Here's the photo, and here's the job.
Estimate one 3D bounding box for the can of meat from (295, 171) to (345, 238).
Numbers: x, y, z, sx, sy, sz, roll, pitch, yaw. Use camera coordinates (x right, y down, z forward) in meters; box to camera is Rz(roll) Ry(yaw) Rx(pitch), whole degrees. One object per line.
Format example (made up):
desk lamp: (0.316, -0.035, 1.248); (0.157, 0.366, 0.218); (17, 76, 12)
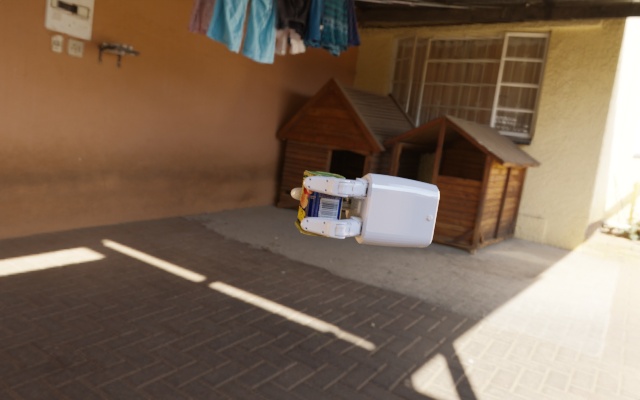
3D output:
can of meat: (0.000, 0.002, 0.691); (0.057, 0.084, 0.102); (7, 6, -10)
